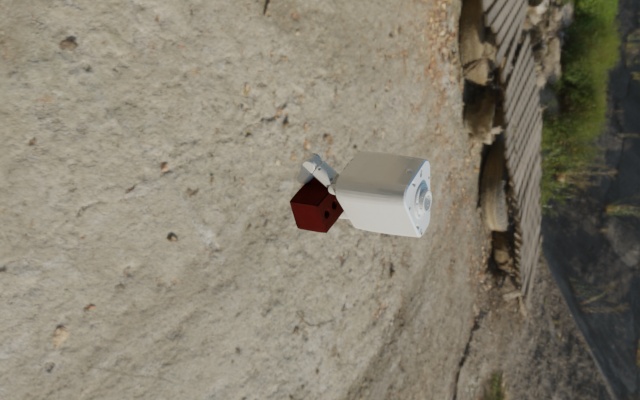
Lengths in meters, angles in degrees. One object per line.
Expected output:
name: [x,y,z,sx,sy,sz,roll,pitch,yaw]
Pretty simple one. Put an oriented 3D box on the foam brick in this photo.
foam brick: [0.000,0.003,0.708,0.051,0.053,0.078,10,43,32]
